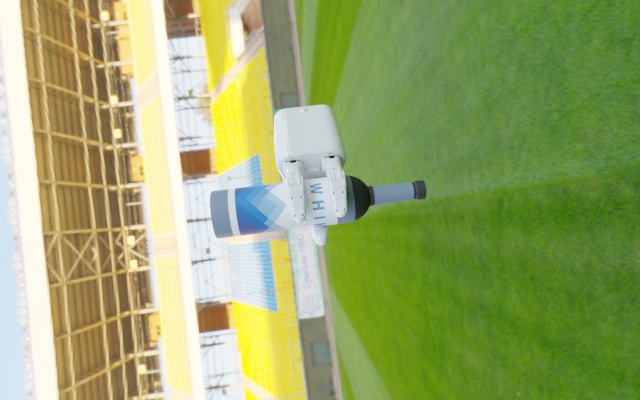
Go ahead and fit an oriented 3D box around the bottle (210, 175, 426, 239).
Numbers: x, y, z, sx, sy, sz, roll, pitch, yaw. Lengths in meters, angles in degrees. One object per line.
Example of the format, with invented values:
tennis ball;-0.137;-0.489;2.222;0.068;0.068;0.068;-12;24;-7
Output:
bottle;0.000;0.002;0.665;0.296;0.069;0.069;-7;0;-3
